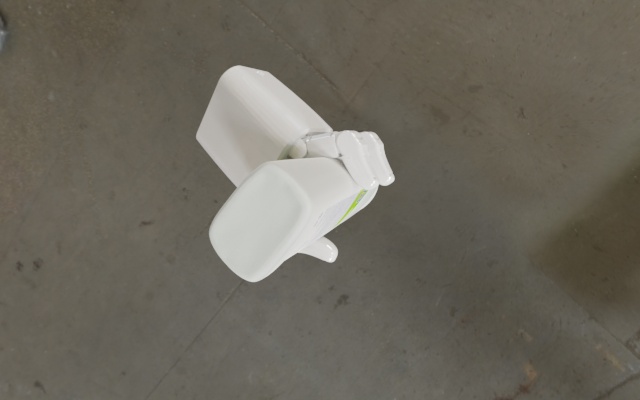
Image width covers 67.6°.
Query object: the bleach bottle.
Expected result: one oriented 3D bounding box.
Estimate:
[{"bbox_3d":[0.000,0.002,0.490,0.068,0.102,0.251,46,22,12],"label":"bleach bottle"}]
